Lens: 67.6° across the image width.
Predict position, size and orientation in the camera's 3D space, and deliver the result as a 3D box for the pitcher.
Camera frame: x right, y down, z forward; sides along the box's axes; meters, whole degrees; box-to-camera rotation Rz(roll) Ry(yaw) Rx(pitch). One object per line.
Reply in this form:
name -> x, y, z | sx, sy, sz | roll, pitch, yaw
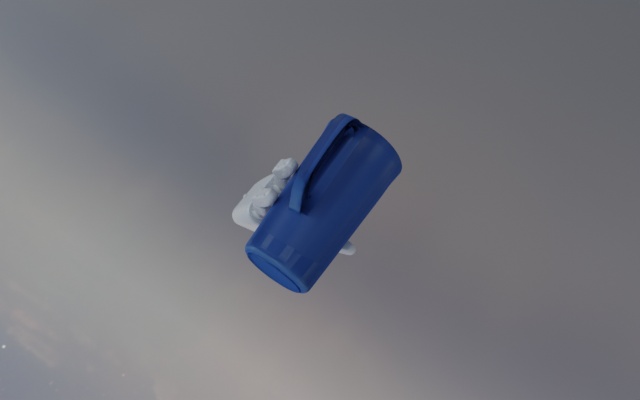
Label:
pitcher -> 0.000, 0.002, 0.683 | 0.149, 0.242, 0.145 | 43, -21, -18
